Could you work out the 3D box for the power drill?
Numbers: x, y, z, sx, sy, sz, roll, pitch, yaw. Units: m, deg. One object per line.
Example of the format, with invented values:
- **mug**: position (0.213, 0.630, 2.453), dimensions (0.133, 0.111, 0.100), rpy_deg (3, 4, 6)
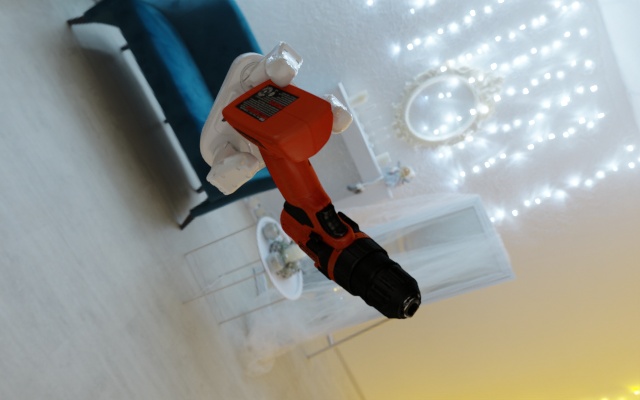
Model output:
- **power drill**: position (0.000, 0.001, 0.400), dimensions (0.057, 0.188, 0.184), rpy_deg (-37, 40, -18)
